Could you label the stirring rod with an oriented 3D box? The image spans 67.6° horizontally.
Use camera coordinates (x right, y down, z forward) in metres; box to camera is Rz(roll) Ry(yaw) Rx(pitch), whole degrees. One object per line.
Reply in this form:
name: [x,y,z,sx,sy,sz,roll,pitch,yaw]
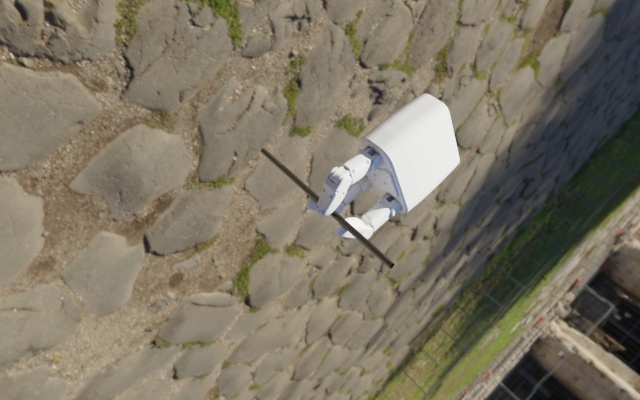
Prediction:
stirring rod: [0.000,0.002,0.575,0.239,0.011,0.011,42,25,31]
